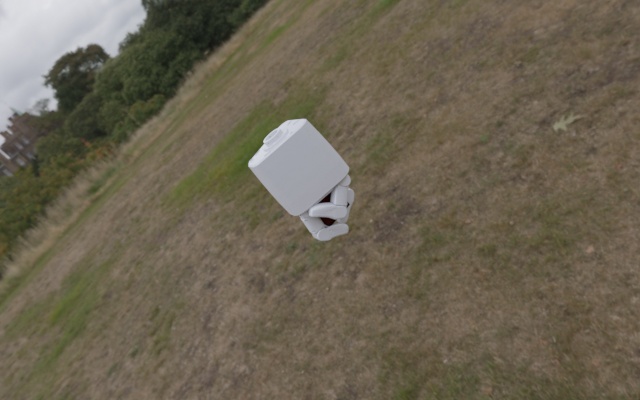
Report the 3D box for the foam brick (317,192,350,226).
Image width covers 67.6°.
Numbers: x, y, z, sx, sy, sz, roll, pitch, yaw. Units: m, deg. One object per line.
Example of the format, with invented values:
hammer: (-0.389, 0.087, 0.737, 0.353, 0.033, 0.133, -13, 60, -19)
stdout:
foam brick: (0.000, 0.003, 0.788, 0.051, 0.053, 0.078, 48, -15, -23)
